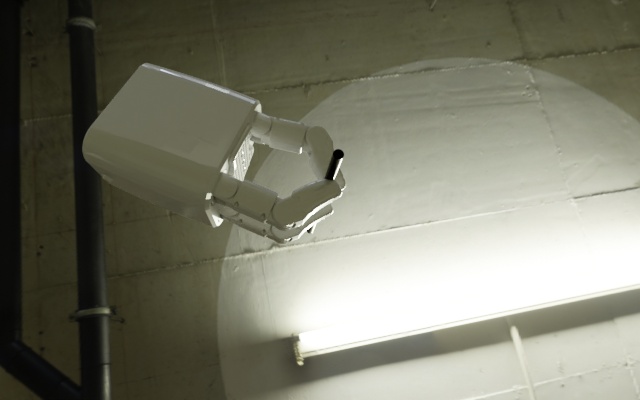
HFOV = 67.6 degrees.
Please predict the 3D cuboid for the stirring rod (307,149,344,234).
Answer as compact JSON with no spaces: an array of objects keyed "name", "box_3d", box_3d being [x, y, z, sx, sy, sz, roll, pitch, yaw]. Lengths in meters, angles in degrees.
[{"name":"stirring rod","box_3d":[0.000,0.001,0.449,0.011,0.011,0.239,0,-16,-6]}]
